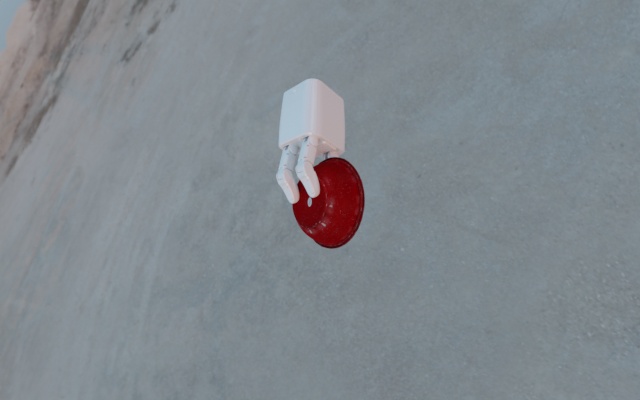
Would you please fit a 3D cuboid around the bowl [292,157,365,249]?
[{"bbox_3d":[0.000,0.004,0.820,0.055,0.162,0.162,4,-3,-41],"label":"bowl"}]
